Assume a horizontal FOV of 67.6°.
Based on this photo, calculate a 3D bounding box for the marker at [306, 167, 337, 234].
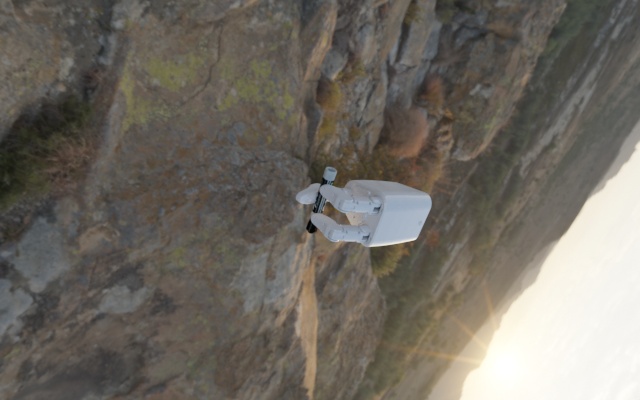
[{"bbox_3d":[0.000,0.003,0.768,0.020,0.121,0.020,14,29,-8],"label":"marker"}]
